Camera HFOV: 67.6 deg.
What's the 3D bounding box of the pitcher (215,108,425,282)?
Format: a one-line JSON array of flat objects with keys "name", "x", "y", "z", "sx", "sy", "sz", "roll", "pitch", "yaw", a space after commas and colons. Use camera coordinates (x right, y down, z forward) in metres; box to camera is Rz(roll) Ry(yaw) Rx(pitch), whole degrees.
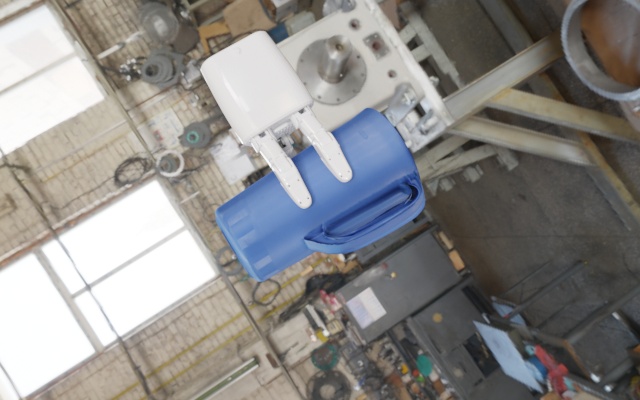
[{"name": "pitcher", "x": 0.000, "y": 0.002, "z": 0.600, "sx": 0.243, "sy": 0.145, "sz": 0.149, "roll": -32, "pitch": 1, "yaw": -8}]
